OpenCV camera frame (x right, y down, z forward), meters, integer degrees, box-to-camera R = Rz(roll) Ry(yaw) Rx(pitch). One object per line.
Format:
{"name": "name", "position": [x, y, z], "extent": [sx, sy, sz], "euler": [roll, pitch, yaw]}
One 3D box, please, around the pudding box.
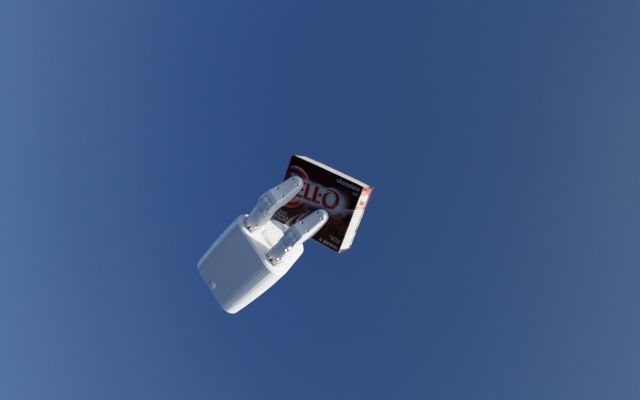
{"name": "pudding box", "position": [0.000, 0.002, 0.616], "extent": [0.113, 0.090, 0.039], "euler": [25, 14, 23]}
